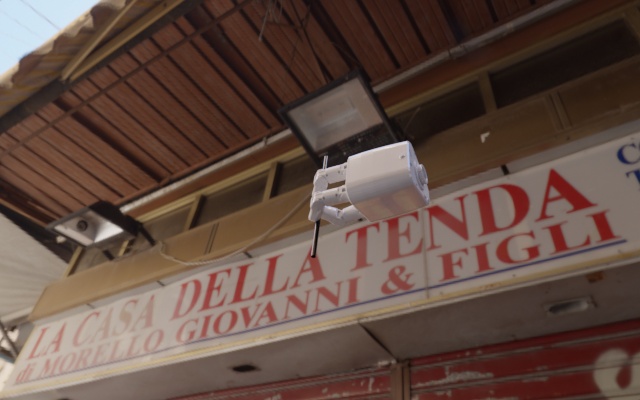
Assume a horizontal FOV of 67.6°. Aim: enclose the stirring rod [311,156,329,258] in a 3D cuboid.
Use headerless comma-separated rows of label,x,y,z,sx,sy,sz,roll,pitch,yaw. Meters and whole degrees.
stirring rod,0.000,0.003,0.843,0.011,0.239,0.011,4,-43,4
